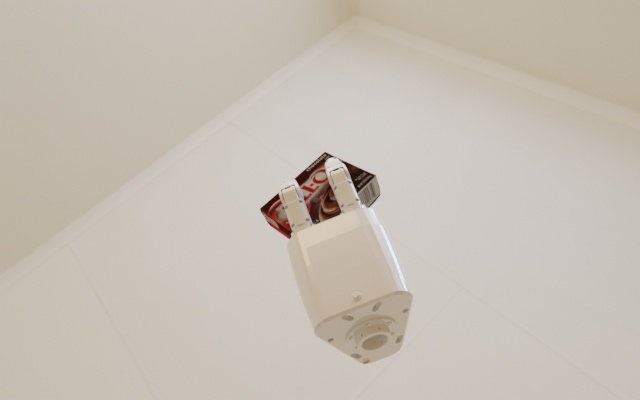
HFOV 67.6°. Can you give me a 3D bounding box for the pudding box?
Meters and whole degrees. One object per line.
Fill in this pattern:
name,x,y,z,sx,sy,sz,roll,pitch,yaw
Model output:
pudding box,0.000,0.002,0.552,0.113,0.039,0.090,-41,45,-19
